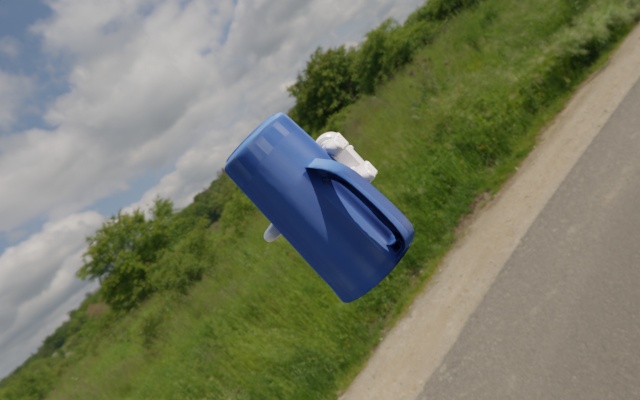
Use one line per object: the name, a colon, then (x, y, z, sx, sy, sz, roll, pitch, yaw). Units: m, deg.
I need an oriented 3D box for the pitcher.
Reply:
pitcher: (0.000, 0.002, 0.616, 0.149, 0.243, 0.145, -43, 6, 15)
